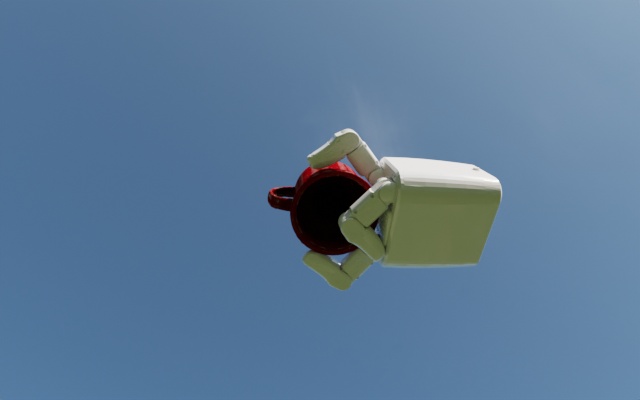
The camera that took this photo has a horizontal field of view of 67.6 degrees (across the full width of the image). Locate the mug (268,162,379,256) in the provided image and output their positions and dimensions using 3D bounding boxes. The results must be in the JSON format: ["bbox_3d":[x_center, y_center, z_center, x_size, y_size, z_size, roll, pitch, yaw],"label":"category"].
[{"bbox_3d":[-0.001,0.002,0.529,0.117,0.093,0.081,4,17,-6],"label":"mug"}]
